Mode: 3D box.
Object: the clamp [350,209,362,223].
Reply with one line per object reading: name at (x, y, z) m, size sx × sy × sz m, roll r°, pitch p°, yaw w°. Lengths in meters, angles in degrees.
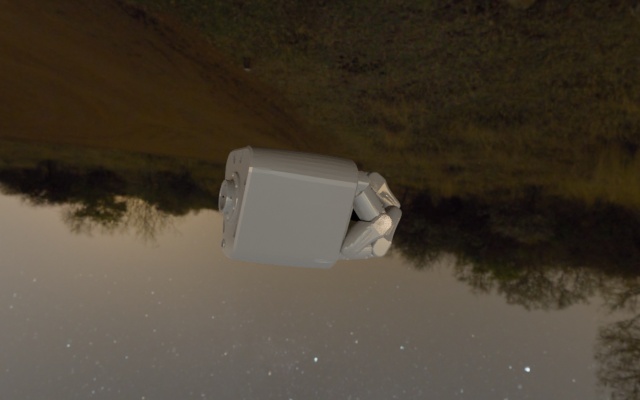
clamp at (0.000, 0.003, 0.574) m, size 0.120 × 0.039 × 0.171 m, roll 7°, pitch -1°, yaw -24°
